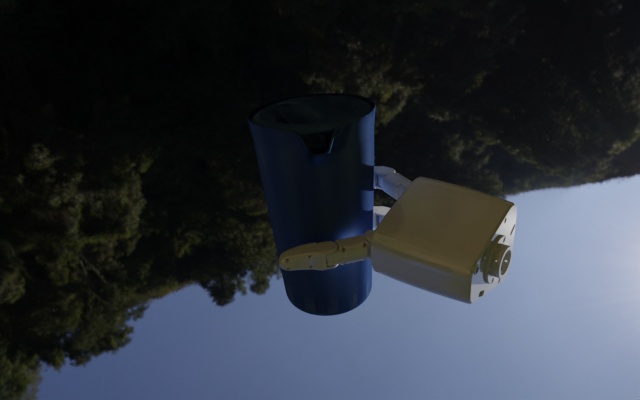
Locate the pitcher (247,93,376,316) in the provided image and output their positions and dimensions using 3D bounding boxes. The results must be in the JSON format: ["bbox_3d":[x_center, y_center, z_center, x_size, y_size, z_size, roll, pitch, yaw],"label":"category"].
[{"bbox_3d":[0.000,0.002,0.556,0.145,0.243,0.149,16,33,36],"label":"pitcher"}]
